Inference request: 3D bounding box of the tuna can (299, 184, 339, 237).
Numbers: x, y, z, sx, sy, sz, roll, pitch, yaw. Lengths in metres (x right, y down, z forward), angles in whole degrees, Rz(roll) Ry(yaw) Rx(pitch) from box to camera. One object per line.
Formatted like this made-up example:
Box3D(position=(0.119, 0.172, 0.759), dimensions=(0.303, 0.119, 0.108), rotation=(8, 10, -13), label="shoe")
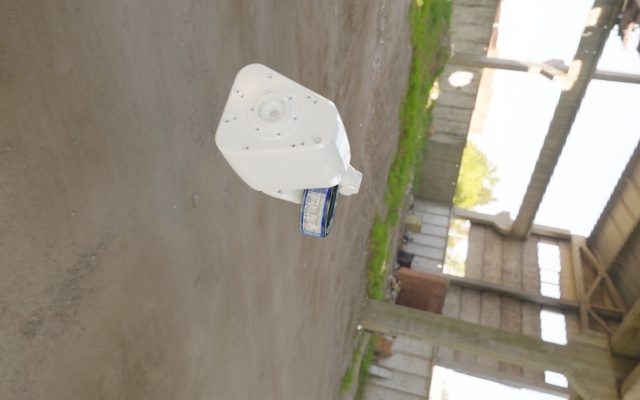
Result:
Box3D(position=(0.001, 0.002, 0.593), dimensions=(0.034, 0.086, 0.086), rotation=(12, 2, 8), label="tuna can")
